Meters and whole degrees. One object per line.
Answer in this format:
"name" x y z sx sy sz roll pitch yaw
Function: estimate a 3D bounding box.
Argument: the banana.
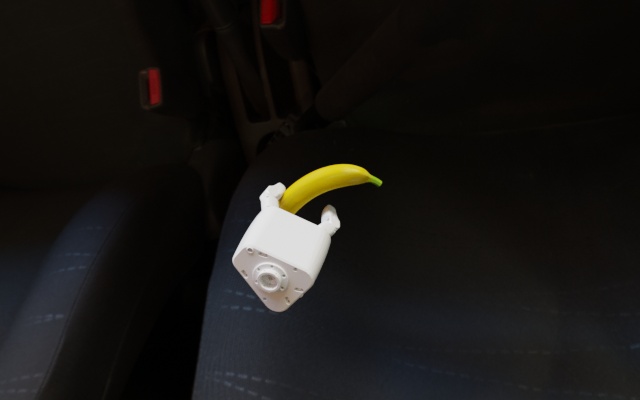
"banana" -0.005 -0.014 0.765 0.198 0.070 0.037 -21 24 19
